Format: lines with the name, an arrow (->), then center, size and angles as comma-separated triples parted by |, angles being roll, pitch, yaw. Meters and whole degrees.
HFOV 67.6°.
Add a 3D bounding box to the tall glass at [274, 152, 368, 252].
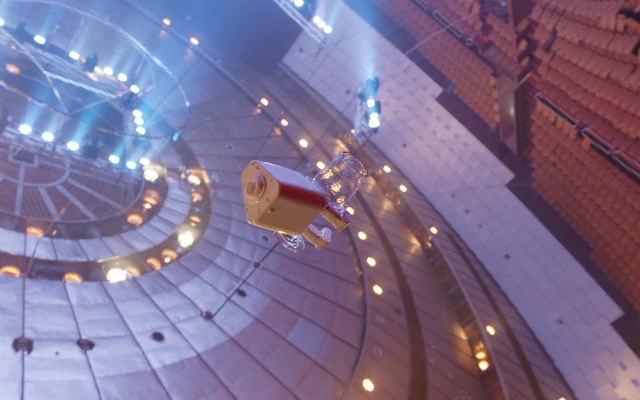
tall glass -> 0.000, 0.003, 0.879 | 0.201, 0.079, 0.079 | -48, -24, 24
